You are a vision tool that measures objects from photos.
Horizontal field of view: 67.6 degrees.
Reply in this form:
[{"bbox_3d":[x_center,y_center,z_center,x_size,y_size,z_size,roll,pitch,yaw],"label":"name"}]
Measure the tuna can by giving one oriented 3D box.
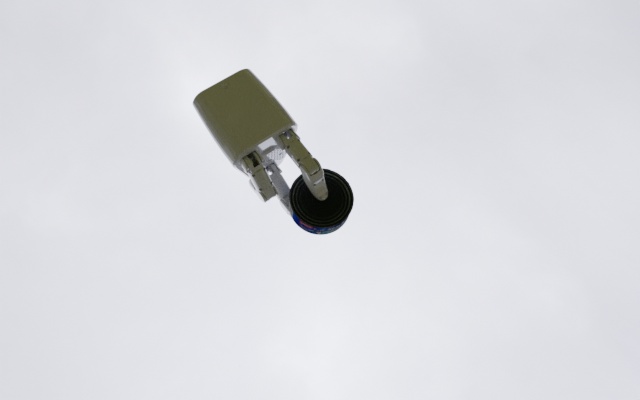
[{"bbox_3d":[0.000,0.002,0.640,0.086,0.086,0.034,0,-23,-6],"label":"tuna can"}]
